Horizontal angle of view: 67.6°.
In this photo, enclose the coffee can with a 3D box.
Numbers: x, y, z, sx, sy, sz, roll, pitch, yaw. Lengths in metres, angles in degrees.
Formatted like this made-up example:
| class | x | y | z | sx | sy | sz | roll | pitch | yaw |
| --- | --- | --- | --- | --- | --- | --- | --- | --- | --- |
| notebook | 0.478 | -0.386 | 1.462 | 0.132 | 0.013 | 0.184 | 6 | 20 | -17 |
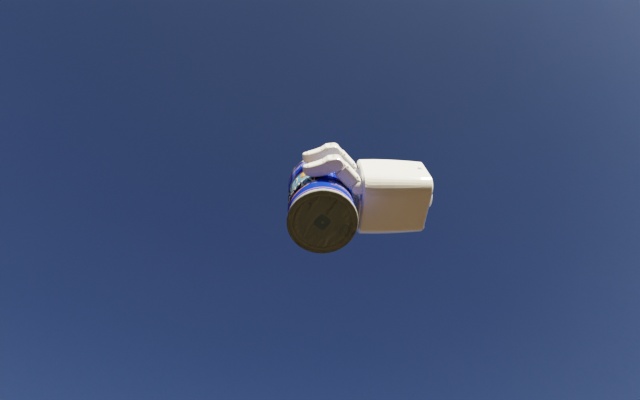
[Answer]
| class | x | y | z | sx | sy | sz | roll | pitch | yaw |
| --- | --- | --- | --- | --- | --- | --- | --- | --- | --- |
| coffee can | 0.000 | 0.003 | 0.742 | 0.103 | 0.103 | 0.140 | 0 | 25 | -3 |
